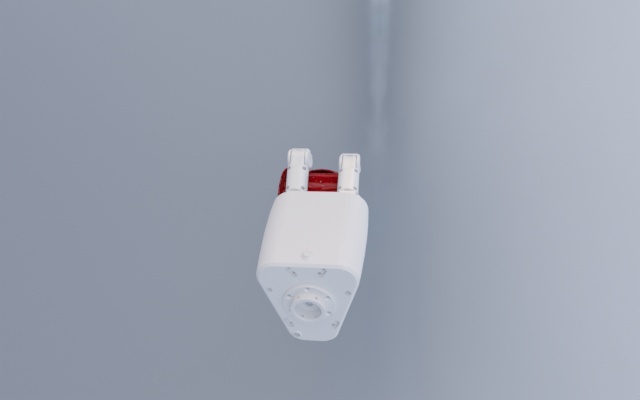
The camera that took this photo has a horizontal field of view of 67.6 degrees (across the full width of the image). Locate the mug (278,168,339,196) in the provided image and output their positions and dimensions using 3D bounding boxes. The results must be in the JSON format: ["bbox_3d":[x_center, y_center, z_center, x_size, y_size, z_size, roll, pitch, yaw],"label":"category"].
[{"bbox_3d":[0.000,0.001,0.568,0.081,0.093,0.117,2,38,8],"label":"mug"}]
